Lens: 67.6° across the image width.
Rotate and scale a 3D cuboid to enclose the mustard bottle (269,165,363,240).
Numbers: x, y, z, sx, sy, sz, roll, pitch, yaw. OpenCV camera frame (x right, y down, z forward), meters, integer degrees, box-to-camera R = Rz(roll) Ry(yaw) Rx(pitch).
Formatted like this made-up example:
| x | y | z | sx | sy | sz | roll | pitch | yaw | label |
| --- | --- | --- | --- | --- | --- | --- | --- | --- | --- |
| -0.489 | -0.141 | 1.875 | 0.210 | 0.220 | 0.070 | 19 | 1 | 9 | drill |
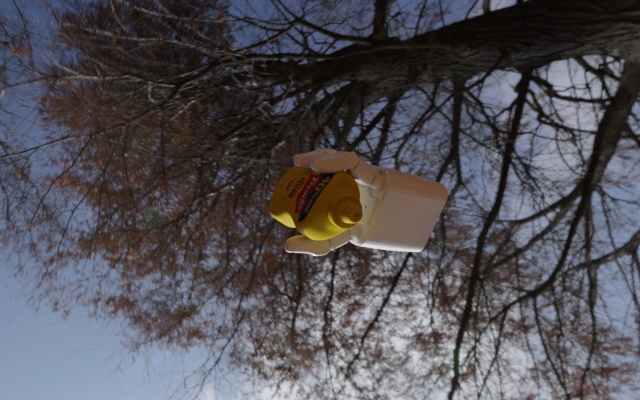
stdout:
| x | y | z | sx | sy | sz | roll | pitch | yaw | label |
| --- | --- | --- | --- | --- | --- | --- | --- | --- | --- |
| 0.000 | 0.002 | 0.619 | 0.058 | 0.096 | 0.191 | 38 | -8 | -26 | mustard bottle |
